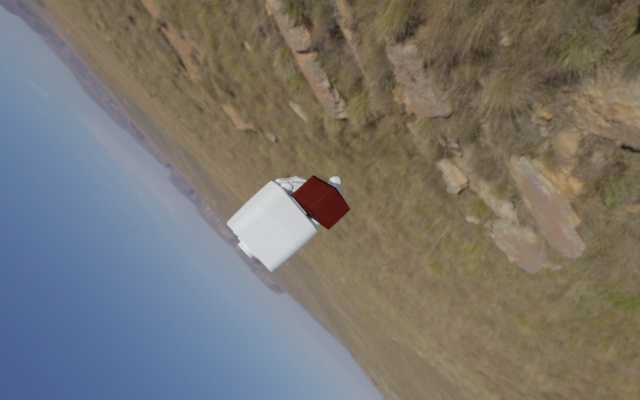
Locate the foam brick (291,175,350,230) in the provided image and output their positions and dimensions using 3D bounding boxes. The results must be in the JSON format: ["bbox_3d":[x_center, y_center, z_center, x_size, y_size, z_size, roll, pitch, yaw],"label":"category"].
[{"bbox_3d":[0.000,0.002,0.773,0.051,0.053,0.078,-43,32,-10],"label":"foam brick"}]
